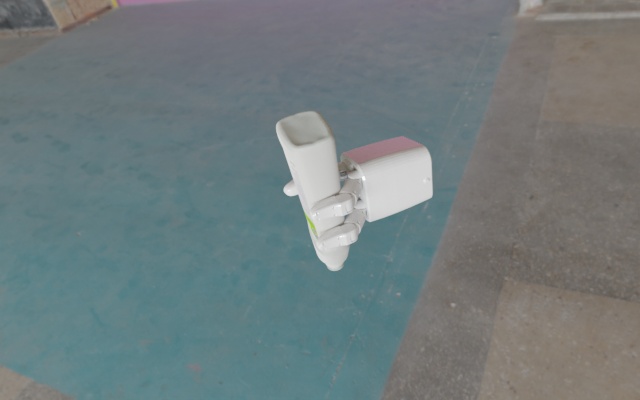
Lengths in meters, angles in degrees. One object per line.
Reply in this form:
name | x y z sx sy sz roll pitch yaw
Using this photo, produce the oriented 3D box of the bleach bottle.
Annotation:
bleach bottle | 0.000 0.002 0.704 0.068 0.251 0.102 -18 38 -7
